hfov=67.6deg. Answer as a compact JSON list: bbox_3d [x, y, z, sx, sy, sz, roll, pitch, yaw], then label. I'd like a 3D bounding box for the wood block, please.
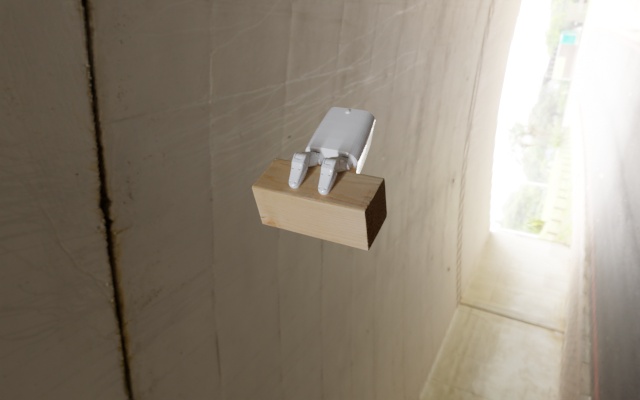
[{"bbox_3d":[0.000,0.003,0.819,0.206,0.091,0.090,12,46,25],"label":"wood block"}]
